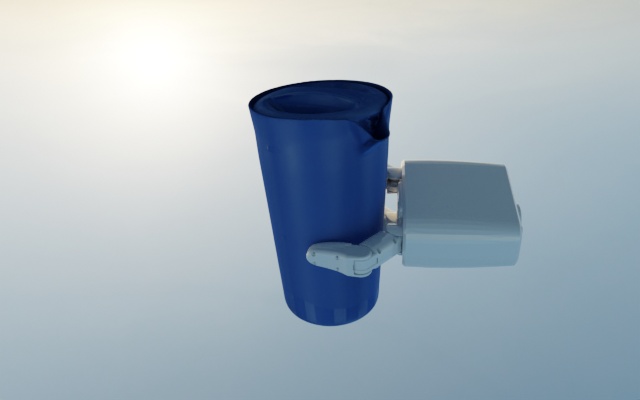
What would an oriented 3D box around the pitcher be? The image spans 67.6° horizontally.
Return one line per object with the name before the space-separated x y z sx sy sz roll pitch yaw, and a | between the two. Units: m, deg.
pitcher | 0.000 0.002 0.500 0.145 0.243 0.149 0 28 6
